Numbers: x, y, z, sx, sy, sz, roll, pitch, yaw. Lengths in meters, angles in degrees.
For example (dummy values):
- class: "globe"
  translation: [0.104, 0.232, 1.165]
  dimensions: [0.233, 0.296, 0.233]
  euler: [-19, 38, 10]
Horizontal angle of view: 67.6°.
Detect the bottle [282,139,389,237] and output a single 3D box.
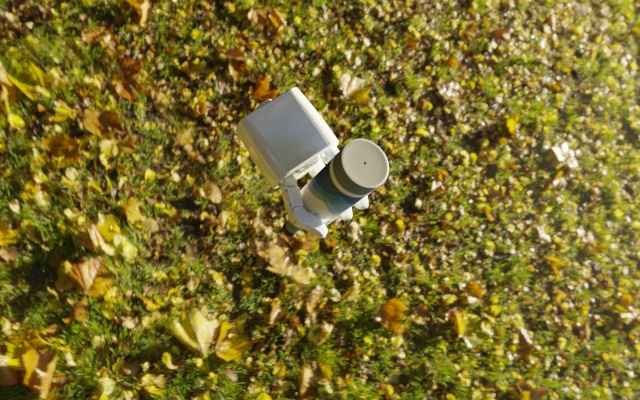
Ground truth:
- class: "bottle"
  translation: [0.000, 0.002, 0.711]
  dimensions: [0.069, 0.069, 0.296]
  euler: [0, -19, -23]
